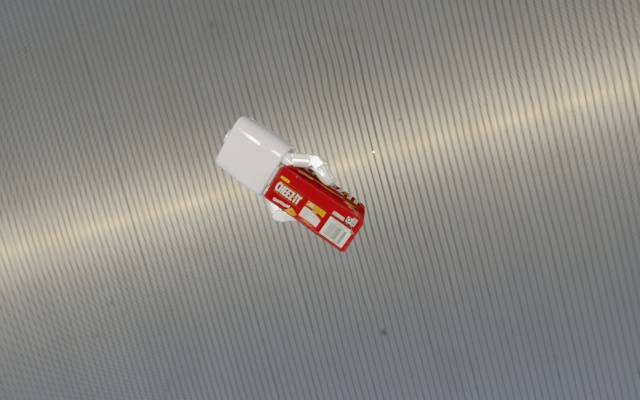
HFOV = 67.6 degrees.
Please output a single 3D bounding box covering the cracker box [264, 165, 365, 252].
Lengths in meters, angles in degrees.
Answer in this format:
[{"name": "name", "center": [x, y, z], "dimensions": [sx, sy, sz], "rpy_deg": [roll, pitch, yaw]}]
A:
[{"name": "cracker box", "center": [0.000, 0.003, 0.878], "dimensions": [0.164, 0.072, 0.213], "rpy_deg": [35, 8, 2]}]
